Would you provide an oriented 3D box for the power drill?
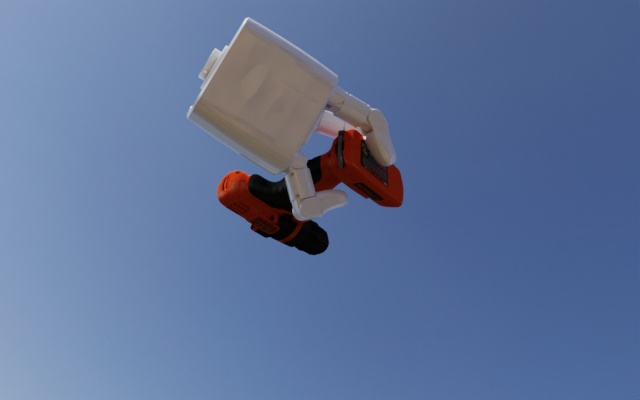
[{"bbox_3d":[0.000,0.002,0.568,0.188,0.057,0.184,-23,-40,32],"label":"power drill"}]
